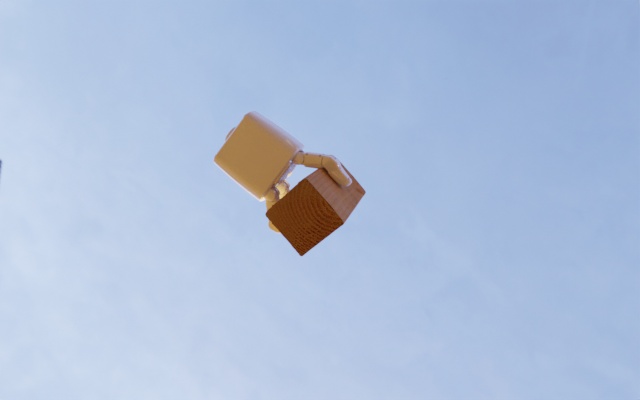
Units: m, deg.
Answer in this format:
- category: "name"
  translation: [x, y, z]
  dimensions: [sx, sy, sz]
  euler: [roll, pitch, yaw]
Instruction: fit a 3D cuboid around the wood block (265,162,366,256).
- category: "wood block"
  translation: [0.000, 0.002, 0.799]
  dimensions: [0.091, 0.090, 0.206]
  euler: [-40, 1, 20]
